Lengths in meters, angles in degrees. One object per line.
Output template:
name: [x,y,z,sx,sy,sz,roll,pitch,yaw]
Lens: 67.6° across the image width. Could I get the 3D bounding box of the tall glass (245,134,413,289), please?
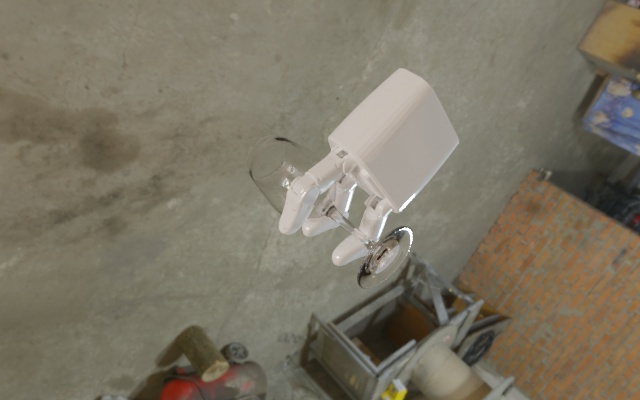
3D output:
tall glass: [0.000,0.002,0.511,0.079,0.079,0.201,0,32,-50]
